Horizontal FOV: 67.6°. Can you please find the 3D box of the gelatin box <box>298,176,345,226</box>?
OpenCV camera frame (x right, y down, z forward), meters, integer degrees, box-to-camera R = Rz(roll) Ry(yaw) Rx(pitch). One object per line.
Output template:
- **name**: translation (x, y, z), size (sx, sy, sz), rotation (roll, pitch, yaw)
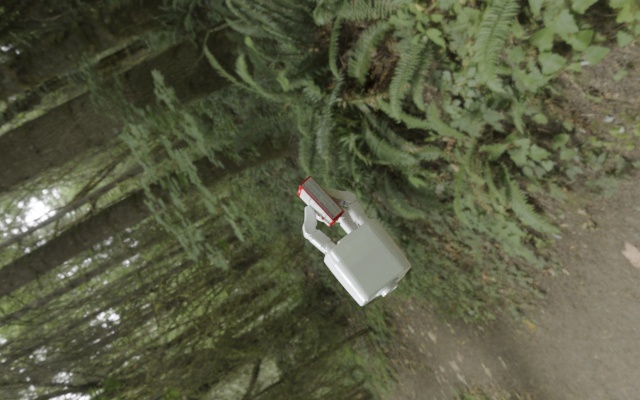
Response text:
- **gelatin box**: translation (0.000, 0.003, 0.856), size (0.030, 0.089, 0.073), rotation (-44, -4, -11)
